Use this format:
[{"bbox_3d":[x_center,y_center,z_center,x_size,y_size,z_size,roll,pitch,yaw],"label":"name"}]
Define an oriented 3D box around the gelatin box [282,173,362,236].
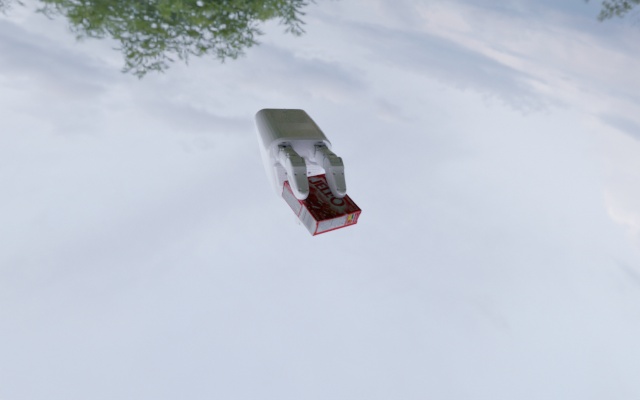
[{"bbox_3d":[0.000,0.003,0.644,0.073,0.030,0.089,-13,46,-32],"label":"gelatin box"}]
